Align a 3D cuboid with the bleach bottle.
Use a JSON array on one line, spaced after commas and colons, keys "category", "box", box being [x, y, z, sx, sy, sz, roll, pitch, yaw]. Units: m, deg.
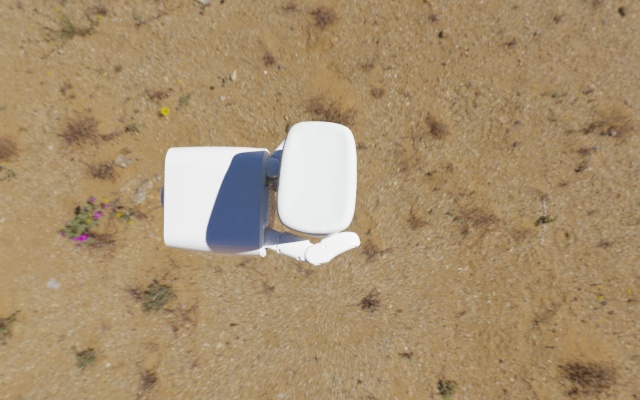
[{"category": "bleach bottle", "box": [0.000, 0.002, 0.525, 0.068, 0.102, 0.251, 4, -12, 2]}]
